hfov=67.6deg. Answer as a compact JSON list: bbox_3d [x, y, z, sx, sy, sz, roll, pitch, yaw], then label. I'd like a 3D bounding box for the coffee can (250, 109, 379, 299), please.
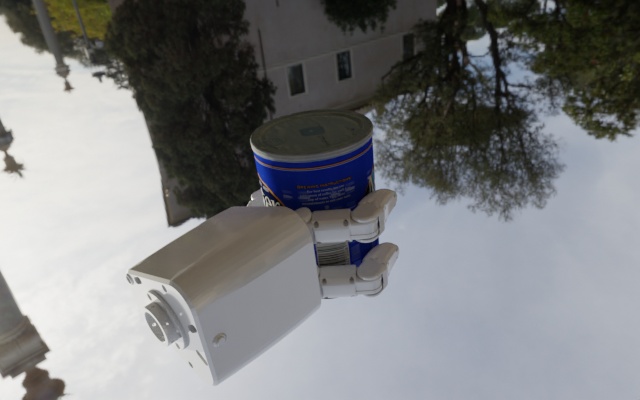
[{"bbox_3d":[0.000,0.001,0.430,0.103,0.140,0.102,-6,29,3],"label":"coffee can"}]
